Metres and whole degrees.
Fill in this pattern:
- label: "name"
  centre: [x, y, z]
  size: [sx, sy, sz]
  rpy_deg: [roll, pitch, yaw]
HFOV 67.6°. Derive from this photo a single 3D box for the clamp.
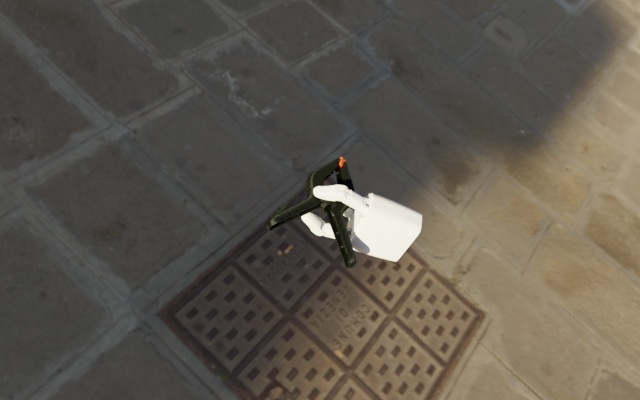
- label: "clamp"
  centre: [0.001, 0.002, 0.856]
  size: [0.164, 0.209, 0.036]
  rpy_deg: [21, -34, -14]
